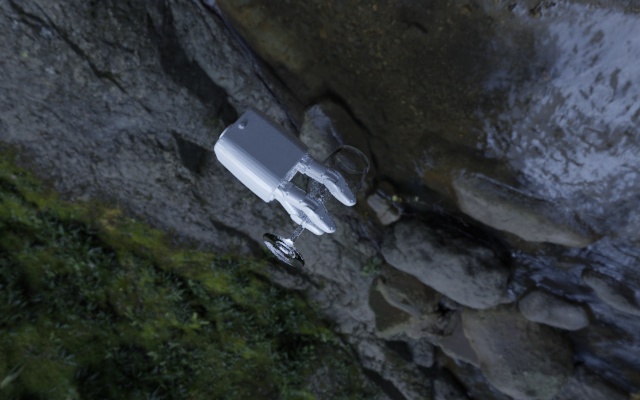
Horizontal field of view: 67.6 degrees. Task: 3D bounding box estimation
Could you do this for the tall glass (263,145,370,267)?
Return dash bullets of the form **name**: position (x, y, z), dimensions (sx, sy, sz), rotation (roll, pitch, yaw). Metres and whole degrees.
- **tall glass**: position (0.000, 0.003, 0.736), dimensions (0.079, 0.201, 0.079), rotation (29, -28, 17)
